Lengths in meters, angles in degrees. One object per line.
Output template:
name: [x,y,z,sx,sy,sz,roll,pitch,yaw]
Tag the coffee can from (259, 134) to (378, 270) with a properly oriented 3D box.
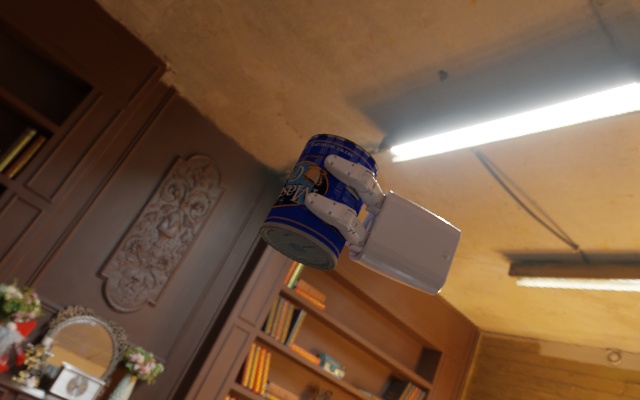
coffee can: [0.000,0.002,0.604,0.103,0.140,0.103,22,-24,10]
